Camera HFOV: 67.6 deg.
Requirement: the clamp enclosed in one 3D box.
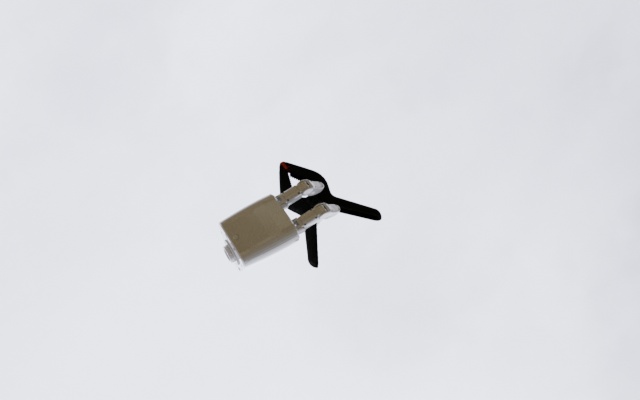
[{"bbox_3d":[0.000,0.003,0.884,0.164,0.210,0.036,-28,-22,-20],"label":"clamp"}]
